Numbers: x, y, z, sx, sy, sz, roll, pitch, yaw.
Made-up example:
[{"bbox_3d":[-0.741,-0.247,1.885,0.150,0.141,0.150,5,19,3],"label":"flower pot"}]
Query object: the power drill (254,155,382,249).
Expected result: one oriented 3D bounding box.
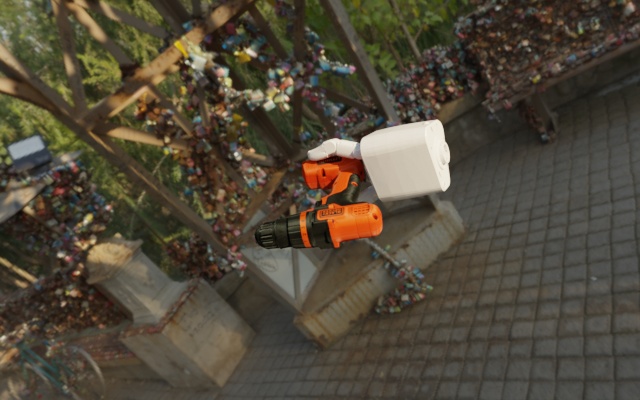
[{"bbox_3d":[0.000,0.002,0.733,0.184,0.057,0.187,-7,35,10],"label":"power drill"}]
